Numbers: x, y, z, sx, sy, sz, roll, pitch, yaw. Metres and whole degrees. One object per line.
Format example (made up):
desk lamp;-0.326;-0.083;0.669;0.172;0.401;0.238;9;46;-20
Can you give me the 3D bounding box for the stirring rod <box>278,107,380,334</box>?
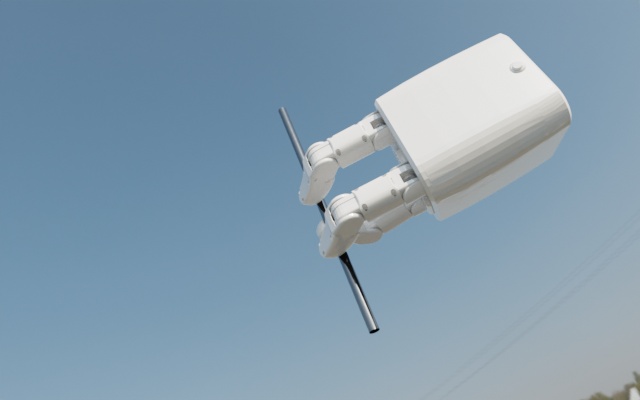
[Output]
stirring rod;0.000;0.001;0.406;0.011;0.239;0.011;-15;-36;-11
